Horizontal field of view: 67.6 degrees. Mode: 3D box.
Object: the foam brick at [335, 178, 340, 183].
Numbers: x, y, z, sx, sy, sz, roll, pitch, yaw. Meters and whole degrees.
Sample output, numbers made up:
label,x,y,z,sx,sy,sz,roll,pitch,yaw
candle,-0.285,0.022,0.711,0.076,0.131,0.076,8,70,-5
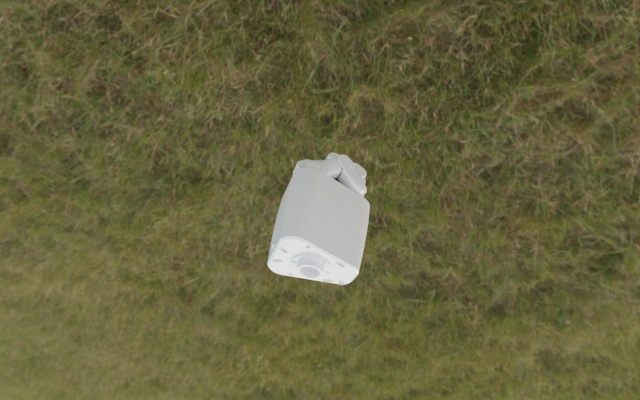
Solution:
label,x,y,z,sx,sy,sz,roll,pitch,yaw
foam brick,0.000,0.002,0.681,0.053,0.051,0.078,19,-39,-10
